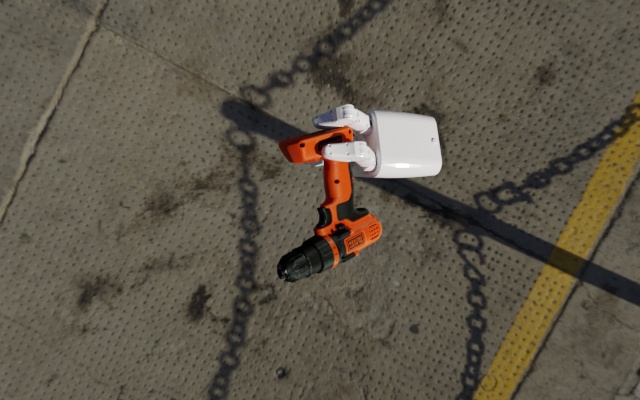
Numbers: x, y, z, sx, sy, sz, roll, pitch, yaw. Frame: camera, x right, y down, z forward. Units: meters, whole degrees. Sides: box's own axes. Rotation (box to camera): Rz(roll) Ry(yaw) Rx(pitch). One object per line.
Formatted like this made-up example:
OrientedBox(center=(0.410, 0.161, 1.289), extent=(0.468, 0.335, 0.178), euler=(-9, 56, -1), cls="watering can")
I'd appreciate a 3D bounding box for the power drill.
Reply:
OrientedBox(center=(0.000, 0.002, 0.657), extent=(0.184, 0.188, 0.057), euler=(-24, 19, -39), cls="power drill")
